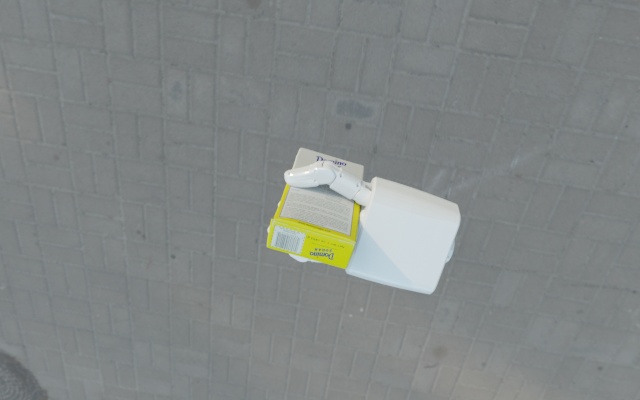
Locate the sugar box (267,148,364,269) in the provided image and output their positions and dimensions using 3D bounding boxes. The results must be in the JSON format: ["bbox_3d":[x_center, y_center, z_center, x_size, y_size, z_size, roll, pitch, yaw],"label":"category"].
[{"bbox_3d":[0.000,0.002,0.578,0.093,0.048,0.176,17,30,-1],"label":"sugar box"}]
